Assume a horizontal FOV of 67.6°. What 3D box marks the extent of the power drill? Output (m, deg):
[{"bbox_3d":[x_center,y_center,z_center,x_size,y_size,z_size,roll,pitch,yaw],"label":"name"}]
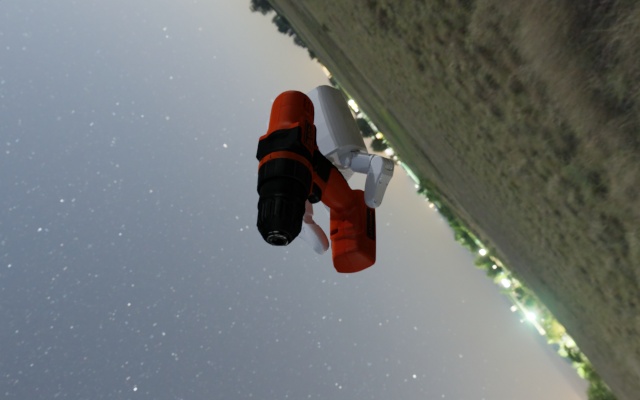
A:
[{"bbox_3d":[0.000,0.002,0.505,0.057,0.184,0.188,-14,-42,23],"label":"power drill"}]
